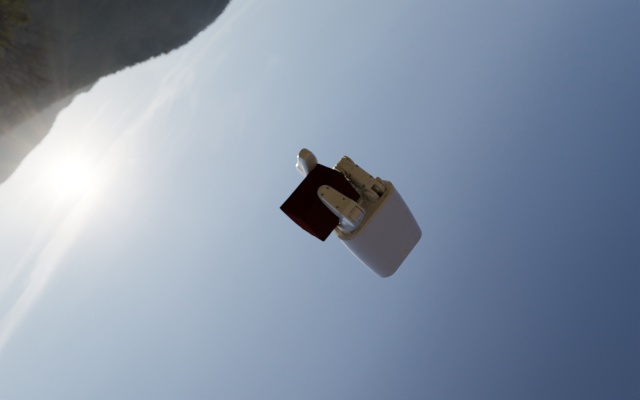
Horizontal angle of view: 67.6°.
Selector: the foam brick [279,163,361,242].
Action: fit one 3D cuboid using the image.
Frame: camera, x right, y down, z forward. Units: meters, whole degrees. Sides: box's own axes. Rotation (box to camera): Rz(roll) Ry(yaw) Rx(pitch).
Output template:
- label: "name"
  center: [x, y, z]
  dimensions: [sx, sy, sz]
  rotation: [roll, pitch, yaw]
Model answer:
- label: "foam brick"
  center: [0.000, 0.002, 0.597]
  dimensions: [0.053, 0.078, 0.051]
  rotation: [26, -18, 50]
